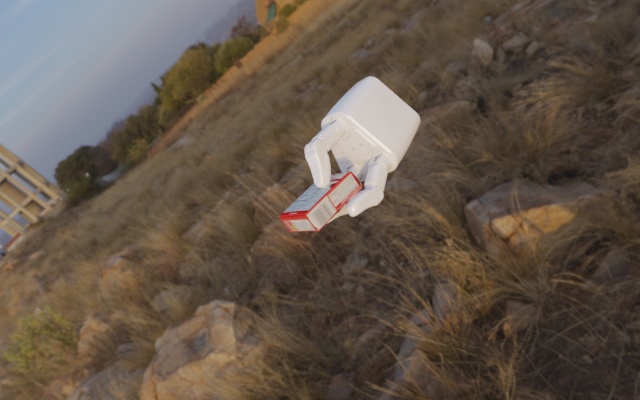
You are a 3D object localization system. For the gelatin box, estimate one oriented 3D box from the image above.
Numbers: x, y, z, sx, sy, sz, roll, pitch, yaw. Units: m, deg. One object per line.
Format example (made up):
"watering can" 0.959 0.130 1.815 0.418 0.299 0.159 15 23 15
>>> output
"gelatin box" 0.000 0.002 0.609 0.089 0.030 0.073 -44 19 -26
